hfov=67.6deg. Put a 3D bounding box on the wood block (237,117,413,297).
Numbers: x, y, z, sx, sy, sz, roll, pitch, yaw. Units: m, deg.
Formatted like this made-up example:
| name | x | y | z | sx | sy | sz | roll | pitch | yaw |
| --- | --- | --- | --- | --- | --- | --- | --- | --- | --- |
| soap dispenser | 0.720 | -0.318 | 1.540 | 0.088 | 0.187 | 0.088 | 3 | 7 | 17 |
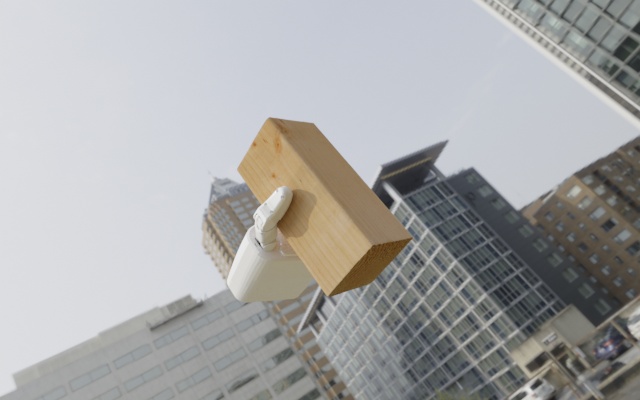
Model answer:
| name | x | y | z | sx | sy | sz | roll | pitch | yaw |
| --- | --- | --- | --- | --- | --- | --- | --- | --- | --- |
| wood block | 0.000 | 0.002 | 0.581 | 0.091 | 0.206 | 0.090 | -5 | -41 | -51 |
